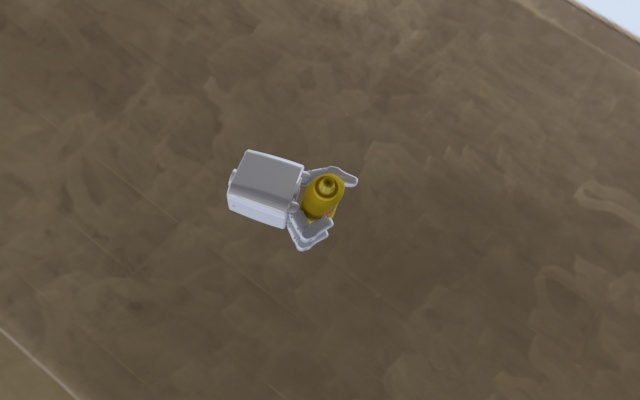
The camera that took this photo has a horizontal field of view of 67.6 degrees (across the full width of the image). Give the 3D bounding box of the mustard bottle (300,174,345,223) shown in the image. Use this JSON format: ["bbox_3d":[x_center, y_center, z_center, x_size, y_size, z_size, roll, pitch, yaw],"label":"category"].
[{"bbox_3d":[0.000,0.003,0.838,0.058,0.096,0.192,41,-19,8],"label":"mustard bottle"}]
